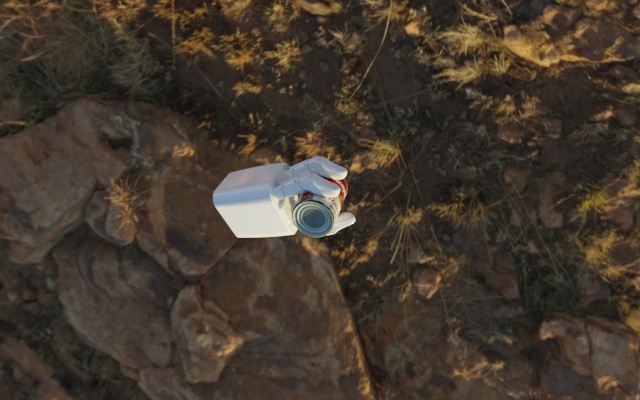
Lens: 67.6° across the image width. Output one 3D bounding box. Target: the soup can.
[{"bbox_3d":[0.001,0.003,0.754,0.068,0.068,0.102,0,31,16],"label":"soup can"}]
